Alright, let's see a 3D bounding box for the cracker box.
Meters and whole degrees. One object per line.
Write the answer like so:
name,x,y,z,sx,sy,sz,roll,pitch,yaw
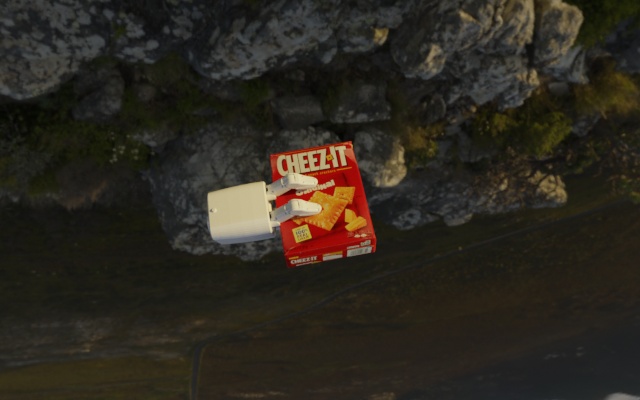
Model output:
cracker box,0.000,0.003,0.888,0.164,0.213,0.072,-10,-28,-3
